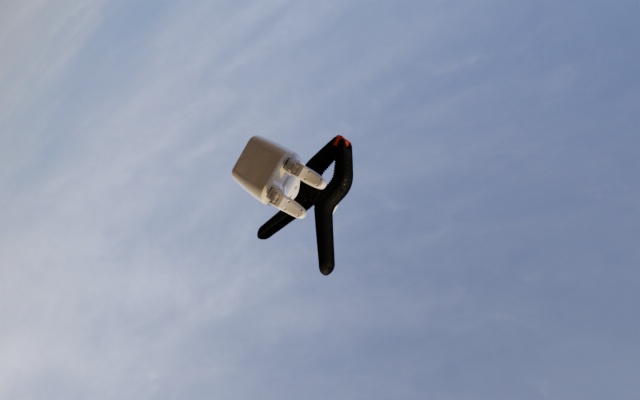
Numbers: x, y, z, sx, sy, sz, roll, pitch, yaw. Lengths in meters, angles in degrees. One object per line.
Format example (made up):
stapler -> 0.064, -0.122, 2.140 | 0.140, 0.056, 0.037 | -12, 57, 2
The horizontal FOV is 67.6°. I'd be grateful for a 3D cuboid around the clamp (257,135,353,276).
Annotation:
clamp -> 0.001, 0.002, 0.736 | 0.164, 0.210, 0.036 | 32, 3, 40
